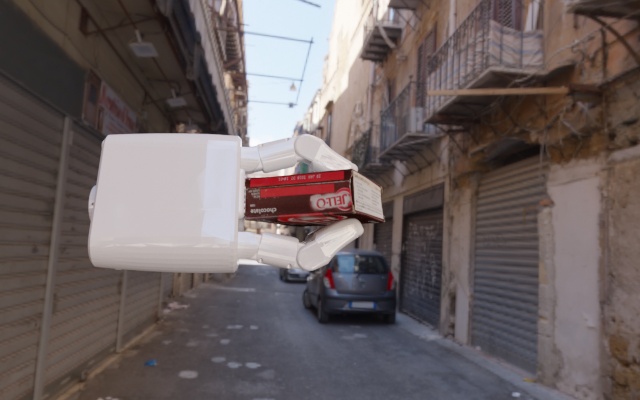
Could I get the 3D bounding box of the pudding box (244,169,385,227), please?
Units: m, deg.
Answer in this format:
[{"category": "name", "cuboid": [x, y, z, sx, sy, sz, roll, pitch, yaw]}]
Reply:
[{"category": "pudding box", "cuboid": [0.000, 0.001, 0.408, 0.090, 0.039, 0.113, -3, -5, 19]}]
